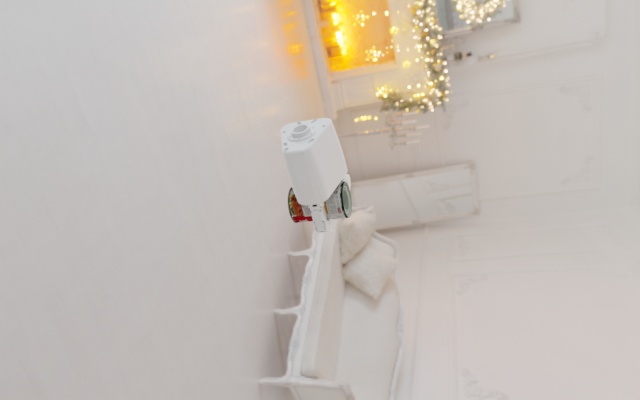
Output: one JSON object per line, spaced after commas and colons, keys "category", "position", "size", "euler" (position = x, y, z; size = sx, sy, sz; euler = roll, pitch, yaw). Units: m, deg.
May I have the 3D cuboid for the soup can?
{"category": "soup can", "position": [0.001, 0.003, 0.866], "size": [0.102, 0.068, 0.068], "euler": [-6, -2, 17]}
